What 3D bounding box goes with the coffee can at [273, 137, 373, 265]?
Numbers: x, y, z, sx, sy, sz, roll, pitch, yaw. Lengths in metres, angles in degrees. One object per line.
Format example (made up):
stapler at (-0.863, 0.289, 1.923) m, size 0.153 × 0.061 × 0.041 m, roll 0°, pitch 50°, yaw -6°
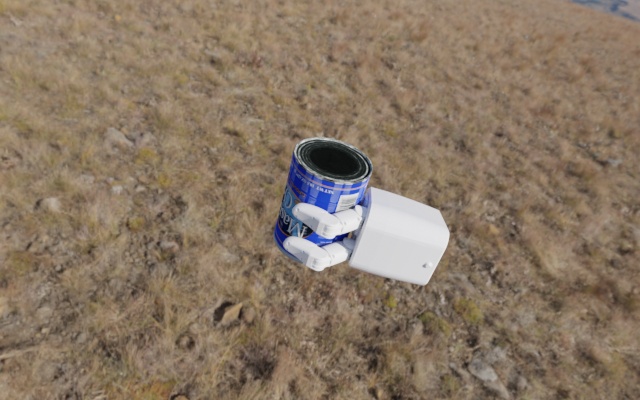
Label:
coffee can at (0.000, 0.002, 0.636) m, size 0.103 × 0.140 × 0.102 m, roll 11°, pitch 35°, yaw -8°
